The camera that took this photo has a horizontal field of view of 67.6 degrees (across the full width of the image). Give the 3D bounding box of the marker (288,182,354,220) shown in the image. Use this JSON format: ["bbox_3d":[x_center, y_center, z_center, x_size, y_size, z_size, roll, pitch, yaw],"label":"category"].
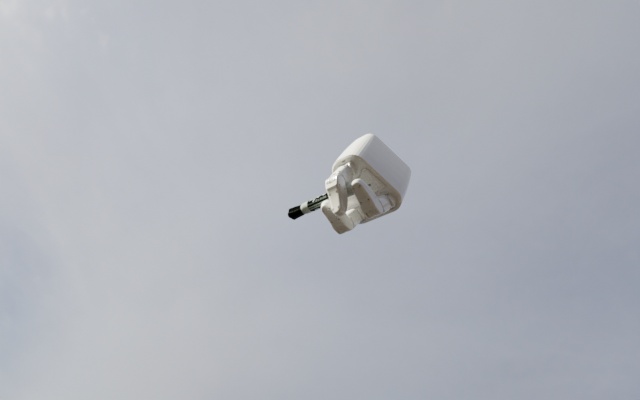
[{"bbox_3d":[0.000,0.002,0.699,0.121,0.020,0.020,-24,-13,31],"label":"marker"}]
